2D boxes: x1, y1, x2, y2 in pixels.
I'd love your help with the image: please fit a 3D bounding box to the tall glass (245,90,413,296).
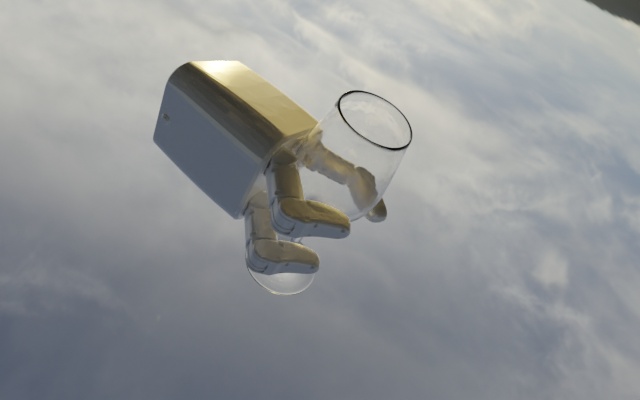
[{"bbox_3d":[0.000,0.002,0.413,0.079,0.079,0.201,0,-38,-31],"label":"tall glass"}]
